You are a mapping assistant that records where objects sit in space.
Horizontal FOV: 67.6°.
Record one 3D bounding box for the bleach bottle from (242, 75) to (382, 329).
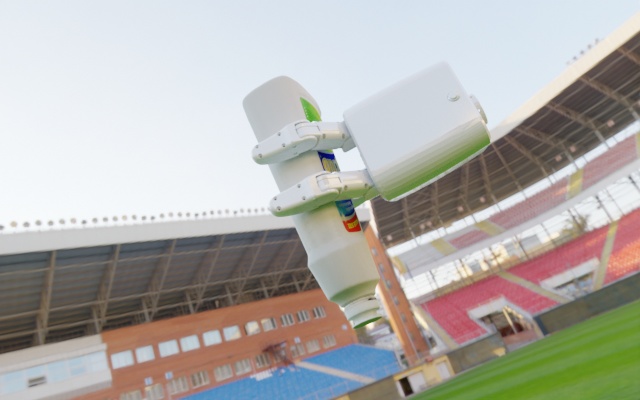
[{"bbox_3d":[0.000,0.001,0.470,0.068,0.250,0.102,-28,-23,14],"label":"bleach bottle"}]
